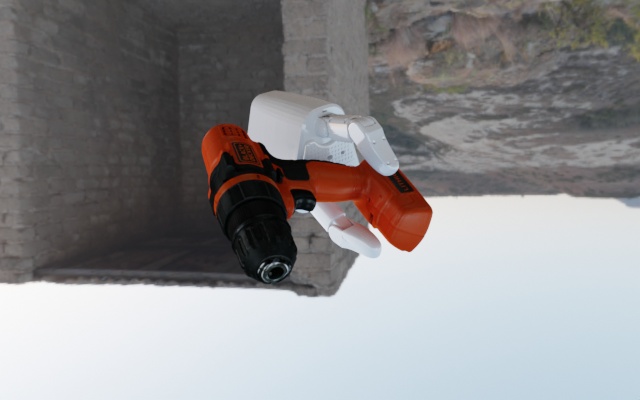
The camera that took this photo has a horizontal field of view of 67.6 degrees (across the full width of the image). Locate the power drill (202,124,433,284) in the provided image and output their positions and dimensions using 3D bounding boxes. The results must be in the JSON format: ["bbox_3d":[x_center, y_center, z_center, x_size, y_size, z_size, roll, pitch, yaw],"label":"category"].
[{"bbox_3d":[0.000,0.001,0.407,0.187,0.057,0.184,8,33,-29],"label":"power drill"}]
